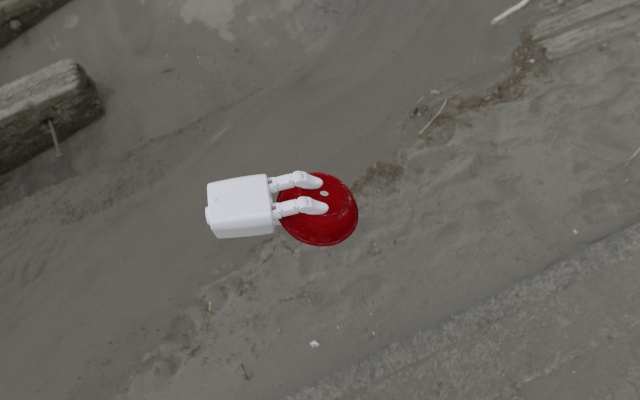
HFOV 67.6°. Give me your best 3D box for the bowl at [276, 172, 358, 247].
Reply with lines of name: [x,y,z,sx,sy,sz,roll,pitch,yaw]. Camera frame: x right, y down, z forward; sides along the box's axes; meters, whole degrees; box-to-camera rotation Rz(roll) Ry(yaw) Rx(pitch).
bowl: [0.001,0.002,0.892,0.162,0.162,0.055,0,-33,-15]
